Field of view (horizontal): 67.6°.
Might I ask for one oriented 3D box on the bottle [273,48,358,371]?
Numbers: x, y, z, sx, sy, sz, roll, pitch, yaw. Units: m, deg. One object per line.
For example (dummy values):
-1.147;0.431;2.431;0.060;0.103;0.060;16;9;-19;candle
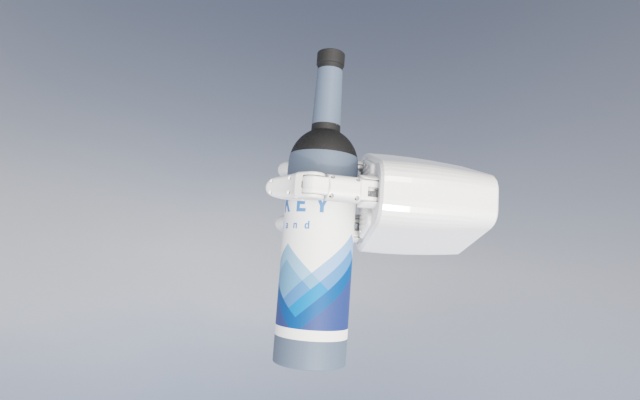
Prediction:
0.000;0.002;0.451;0.069;0.295;0.069;4;-7;1;bottle
